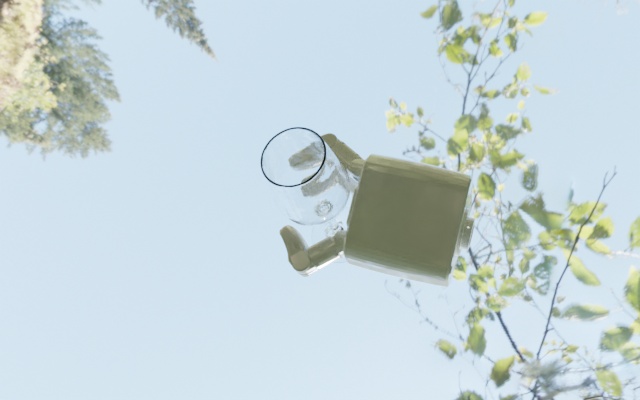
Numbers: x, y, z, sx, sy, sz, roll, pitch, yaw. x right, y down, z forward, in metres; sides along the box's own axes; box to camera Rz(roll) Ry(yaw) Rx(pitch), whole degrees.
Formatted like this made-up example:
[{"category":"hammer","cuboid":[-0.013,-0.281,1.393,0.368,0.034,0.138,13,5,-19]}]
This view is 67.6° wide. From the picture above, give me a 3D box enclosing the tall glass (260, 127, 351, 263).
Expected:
[{"category":"tall glass","cuboid":[0.000,0.002,0.511,0.079,0.079,0.201,0,-24,16]}]
